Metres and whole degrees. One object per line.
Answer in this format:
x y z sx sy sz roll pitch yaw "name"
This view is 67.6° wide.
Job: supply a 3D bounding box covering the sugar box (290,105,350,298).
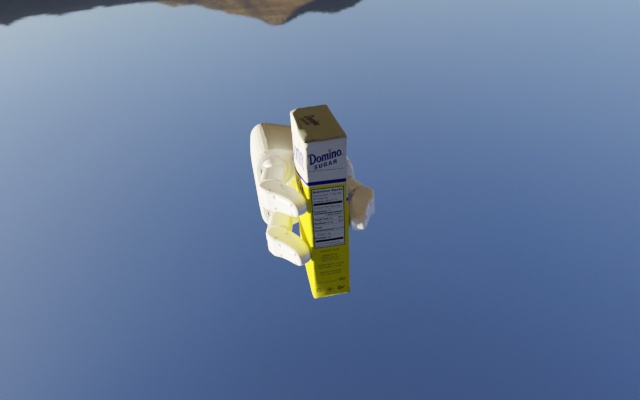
0.000 0.002 0.488 0.048 0.176 0.093 -10 30 -7 "sugar box"
